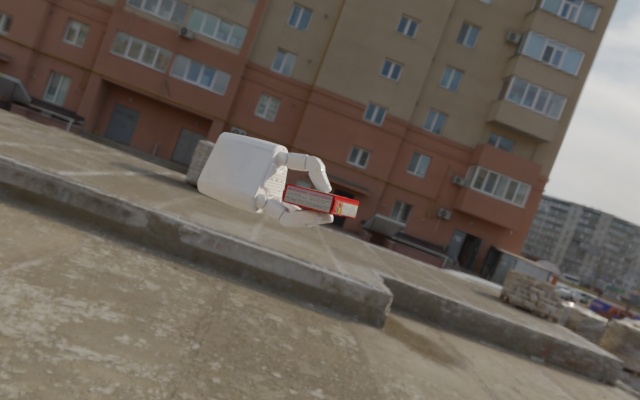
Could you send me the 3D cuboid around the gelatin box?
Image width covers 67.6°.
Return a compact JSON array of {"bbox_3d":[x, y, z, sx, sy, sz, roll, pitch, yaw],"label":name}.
[{"bbox_3d":[0.001,0.002,0.699,0.089,0.030,0.073,13,0,33],"label":"gelatin box"}]
